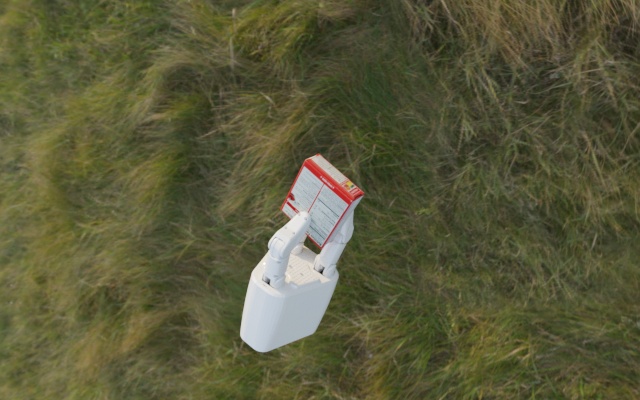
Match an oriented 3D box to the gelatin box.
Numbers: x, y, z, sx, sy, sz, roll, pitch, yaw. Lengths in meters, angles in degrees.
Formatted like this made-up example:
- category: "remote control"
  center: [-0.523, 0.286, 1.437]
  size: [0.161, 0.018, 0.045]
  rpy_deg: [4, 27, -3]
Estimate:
- category: "gelatin box"
  center: [0.000, 0.002, 0.562]
  size: [0.073, 0.089, 0.030]
  rpy_deg: [42, 41, 15]
